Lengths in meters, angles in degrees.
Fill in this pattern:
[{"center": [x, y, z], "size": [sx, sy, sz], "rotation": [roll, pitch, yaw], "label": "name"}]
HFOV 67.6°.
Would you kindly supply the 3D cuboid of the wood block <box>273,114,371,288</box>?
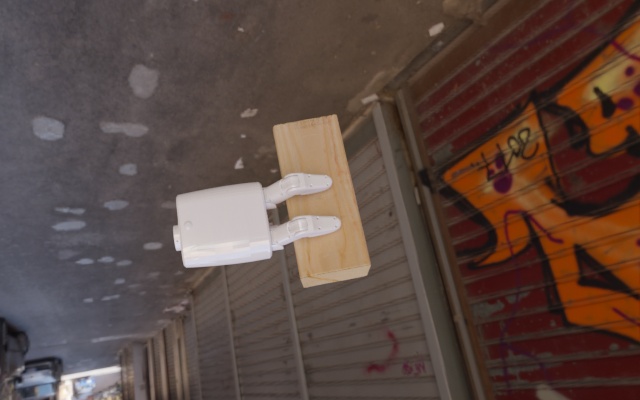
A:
[{"center": [0.000, 0.002, 0.643], "size": [0.090, 0.206, 0.091], "rotation": [-11, -17, -2], "label": "wood block"}]
